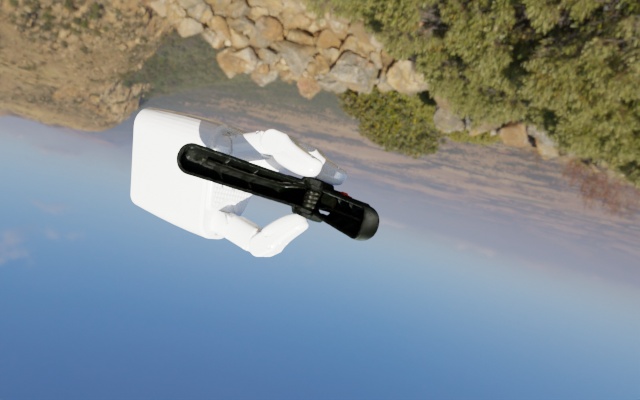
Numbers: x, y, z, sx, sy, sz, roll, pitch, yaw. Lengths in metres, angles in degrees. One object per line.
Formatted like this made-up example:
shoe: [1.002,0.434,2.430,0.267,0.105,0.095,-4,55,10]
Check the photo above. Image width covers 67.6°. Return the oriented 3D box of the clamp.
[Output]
clamp: [0.000,0.002,0.421,0.164,0.036,0.210,22,3,26]
